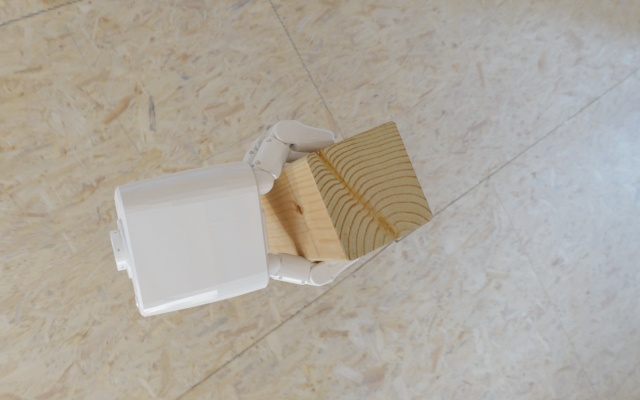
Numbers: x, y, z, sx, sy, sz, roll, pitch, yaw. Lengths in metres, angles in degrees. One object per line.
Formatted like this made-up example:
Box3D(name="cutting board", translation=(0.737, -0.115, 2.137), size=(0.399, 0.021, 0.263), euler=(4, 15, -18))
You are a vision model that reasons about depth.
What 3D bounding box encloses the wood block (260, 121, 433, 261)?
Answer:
Box3D(name="wood block", translation=(0.000, 0.002, 0.469), size=(0.090, 0.091, 0.206), euler=(-24, 4, -24))
